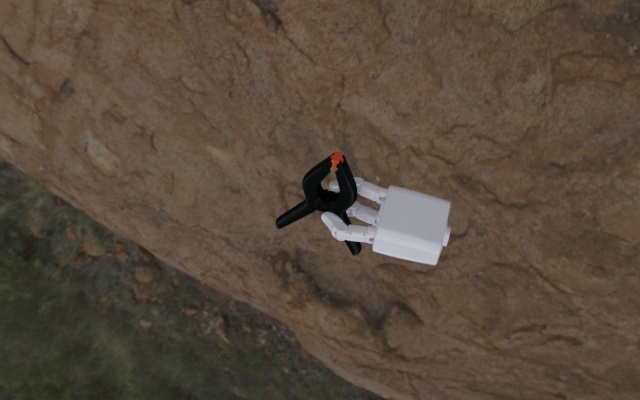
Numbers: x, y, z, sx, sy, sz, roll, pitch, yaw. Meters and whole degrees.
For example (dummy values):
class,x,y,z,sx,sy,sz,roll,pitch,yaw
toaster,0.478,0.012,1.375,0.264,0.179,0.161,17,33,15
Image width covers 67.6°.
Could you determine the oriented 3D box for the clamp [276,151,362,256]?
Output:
class,x,y,z,sx,sy,sz,roll,pitch,yaw
clamp,0.000,0.003,0.820,0.164,0.210,0.036,13,43,10
